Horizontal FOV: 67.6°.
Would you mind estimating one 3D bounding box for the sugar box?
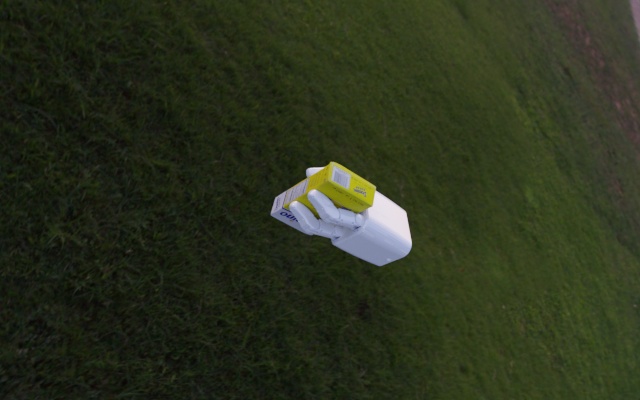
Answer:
[{"bbox_3d":[0.000,0.003,0.808,0.093,0.048,0.176,29,-37,-24],"label":"sugar box"}]
